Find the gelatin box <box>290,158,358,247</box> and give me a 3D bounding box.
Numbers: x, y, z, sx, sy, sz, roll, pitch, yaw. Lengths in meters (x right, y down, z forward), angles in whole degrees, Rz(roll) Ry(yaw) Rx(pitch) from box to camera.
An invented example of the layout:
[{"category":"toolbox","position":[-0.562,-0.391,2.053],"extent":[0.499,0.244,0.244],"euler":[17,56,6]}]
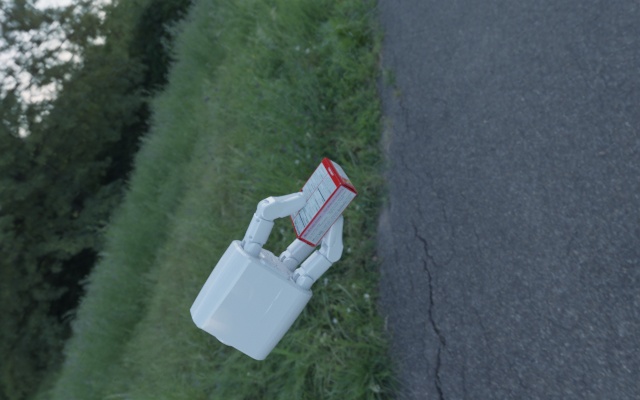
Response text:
[{"category":"gelatin box","position":[0.000,0.001,0.587],"extent":[0.030,0.089,0.073],"euler":[28,18,-27]}]
